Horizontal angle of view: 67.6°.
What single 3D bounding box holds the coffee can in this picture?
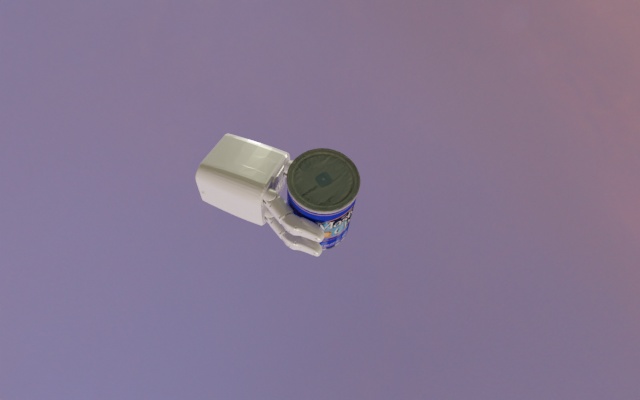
[{"bbox_3d":[0.000,0.002,0.718,0.103,0.102,0.140,0,-28,-4],"label":"coffee can"}]
